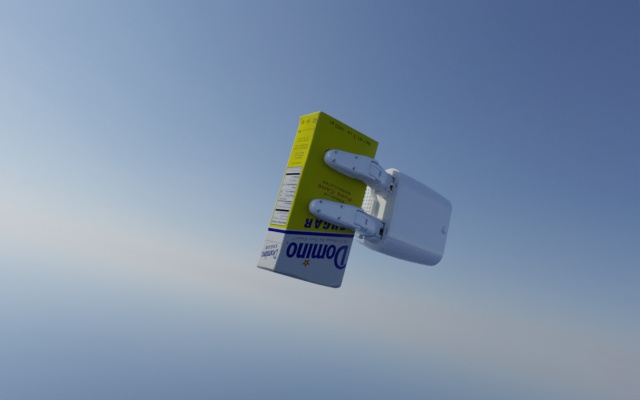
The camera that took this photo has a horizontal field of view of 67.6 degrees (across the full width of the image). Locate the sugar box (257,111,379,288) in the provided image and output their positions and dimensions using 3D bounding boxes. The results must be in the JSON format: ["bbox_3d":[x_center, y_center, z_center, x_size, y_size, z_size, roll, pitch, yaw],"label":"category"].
[{"bbox_3d":[0.001,0.002,0.528,0.093,0.176,0.048,21,-13,-35],"label":"sugar box"}]
